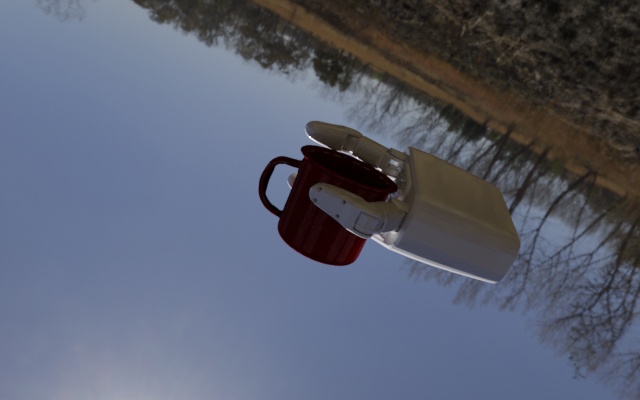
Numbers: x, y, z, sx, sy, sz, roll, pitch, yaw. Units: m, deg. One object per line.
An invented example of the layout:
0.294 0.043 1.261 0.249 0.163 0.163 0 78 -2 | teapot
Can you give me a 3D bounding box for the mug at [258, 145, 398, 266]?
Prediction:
-0.001 0.001 0.432 0.117 0.081 0.093 21 18 -9 | mug
